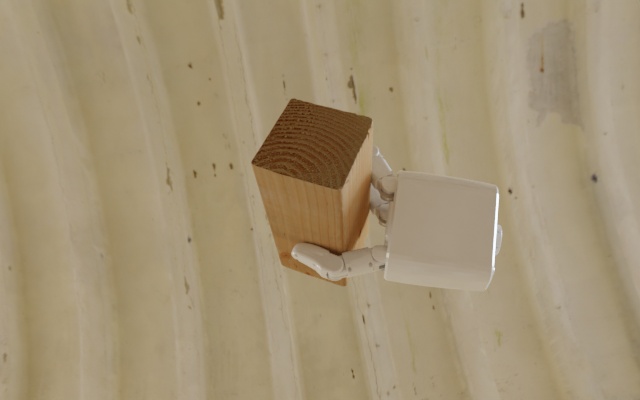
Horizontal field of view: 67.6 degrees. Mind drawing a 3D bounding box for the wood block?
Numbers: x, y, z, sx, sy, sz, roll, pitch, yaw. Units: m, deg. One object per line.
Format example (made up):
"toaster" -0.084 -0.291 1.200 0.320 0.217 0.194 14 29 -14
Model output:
"wood block" 0.000 0.002 0.523 0.090 0.090 0.206 17 -31 15
